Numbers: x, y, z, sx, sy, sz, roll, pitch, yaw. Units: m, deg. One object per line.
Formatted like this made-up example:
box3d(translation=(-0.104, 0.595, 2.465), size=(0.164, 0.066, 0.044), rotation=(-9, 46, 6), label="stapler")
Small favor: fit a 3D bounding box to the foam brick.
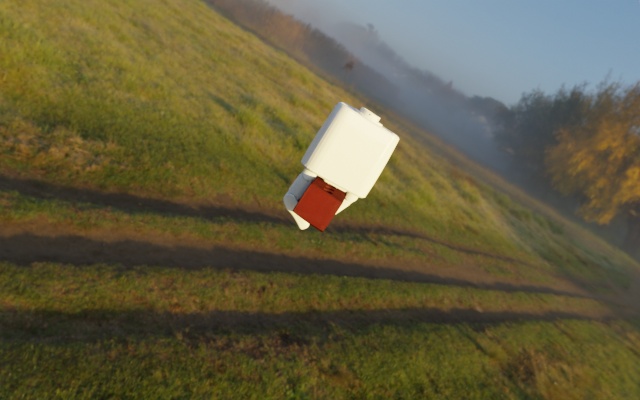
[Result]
box3d(translation=(0.000, 0.002, 0.688), size=(0.053, 0.051, 0.078), rotation=(35, 14, -1), label="foam brick")
